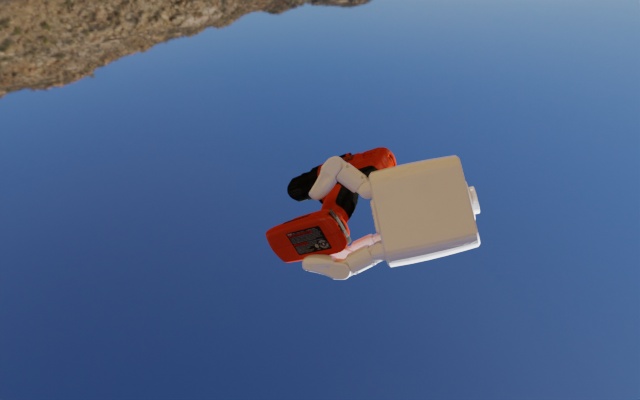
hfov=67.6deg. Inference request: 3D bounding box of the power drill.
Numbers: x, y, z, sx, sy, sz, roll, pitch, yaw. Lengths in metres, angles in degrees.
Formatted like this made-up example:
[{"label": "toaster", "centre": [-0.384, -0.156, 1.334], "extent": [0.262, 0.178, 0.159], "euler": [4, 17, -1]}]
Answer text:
[{"label": "power drill", "centre": [0.000, 0.002, 0.654], "extent": [0.184, 0.057, 0.187], "euler": [-18, 26, 35]}]
